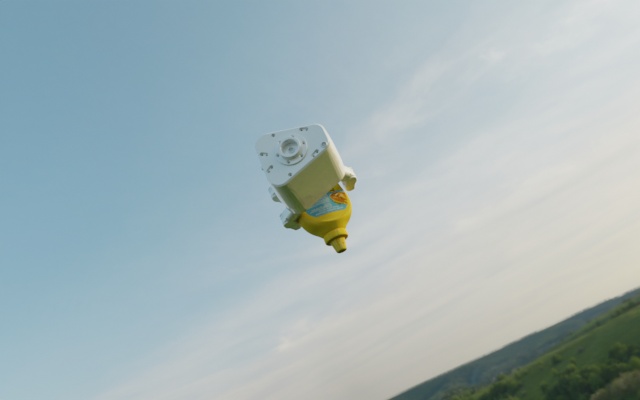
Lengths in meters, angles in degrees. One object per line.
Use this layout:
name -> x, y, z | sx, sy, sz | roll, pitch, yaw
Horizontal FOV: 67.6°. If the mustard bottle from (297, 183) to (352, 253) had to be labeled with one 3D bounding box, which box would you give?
mustard bottle -> 0.000, 0.003, 0.816 | 0.096, 0.191, 0.058 | -15, -26, -20
